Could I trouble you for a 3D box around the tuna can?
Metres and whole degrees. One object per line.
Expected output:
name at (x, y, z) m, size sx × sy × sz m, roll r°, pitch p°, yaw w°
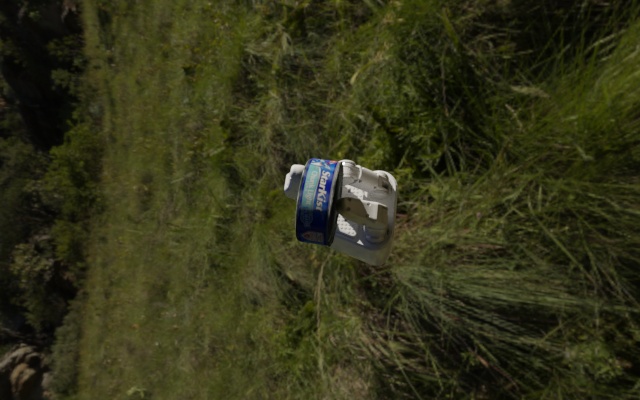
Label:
tuna can at (0.000, 0.001, 0.476) m, size 0.034 × 0.086 × 0.086 m, roll 8°, pitch 1°, yaw 7°
